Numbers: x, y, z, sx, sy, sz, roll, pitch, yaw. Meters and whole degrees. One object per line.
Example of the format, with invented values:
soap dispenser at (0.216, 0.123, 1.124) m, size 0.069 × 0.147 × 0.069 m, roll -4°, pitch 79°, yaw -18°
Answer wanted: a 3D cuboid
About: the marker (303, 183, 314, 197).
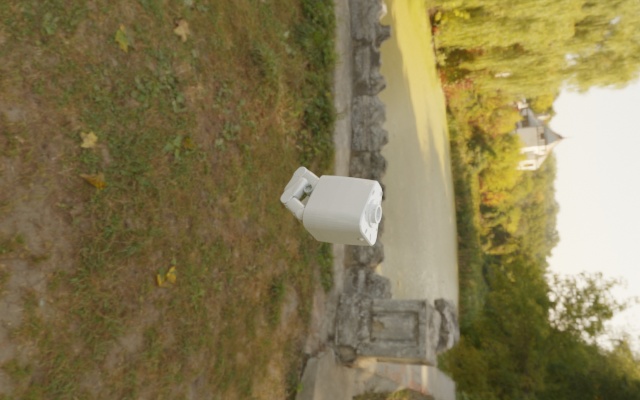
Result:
marker at (0.000, 0.003, 0.886) m, size 0.020 × 0.020 × 0.121 m, roll 0°, pitch -25°, yaw 23°
